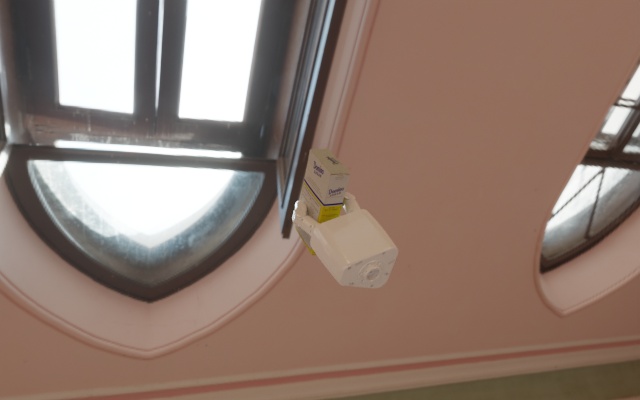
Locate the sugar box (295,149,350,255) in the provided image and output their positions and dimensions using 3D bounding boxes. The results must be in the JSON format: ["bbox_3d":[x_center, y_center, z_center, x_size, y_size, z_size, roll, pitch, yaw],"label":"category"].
[{"bbox_3d":[0.001,0.003,0.880,0.048,0.176,0.093,-3,35,-28],"label":"sugar box"}]
